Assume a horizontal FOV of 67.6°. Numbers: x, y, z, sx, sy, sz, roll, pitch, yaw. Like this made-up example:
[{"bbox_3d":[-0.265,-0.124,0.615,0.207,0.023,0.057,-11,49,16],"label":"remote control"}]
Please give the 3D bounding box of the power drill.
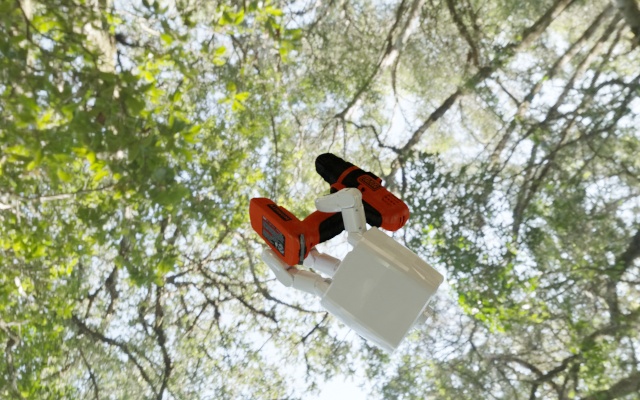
[{"bbox_3d":[0.000,0.002,0.655,0.187,0.057,0.184,-23,43,-30],"label":"power drill"}]
